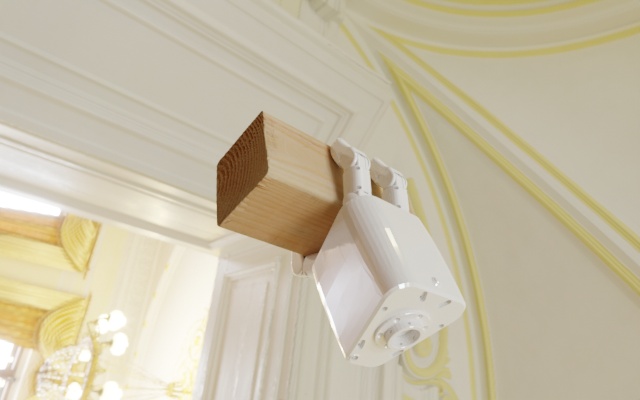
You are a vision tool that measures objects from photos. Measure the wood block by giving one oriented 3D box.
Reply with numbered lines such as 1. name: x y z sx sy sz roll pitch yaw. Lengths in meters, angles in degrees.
1. wood block: 0.000 0.002 0.518 0.206 0.090 0.091 24 -51 -34
